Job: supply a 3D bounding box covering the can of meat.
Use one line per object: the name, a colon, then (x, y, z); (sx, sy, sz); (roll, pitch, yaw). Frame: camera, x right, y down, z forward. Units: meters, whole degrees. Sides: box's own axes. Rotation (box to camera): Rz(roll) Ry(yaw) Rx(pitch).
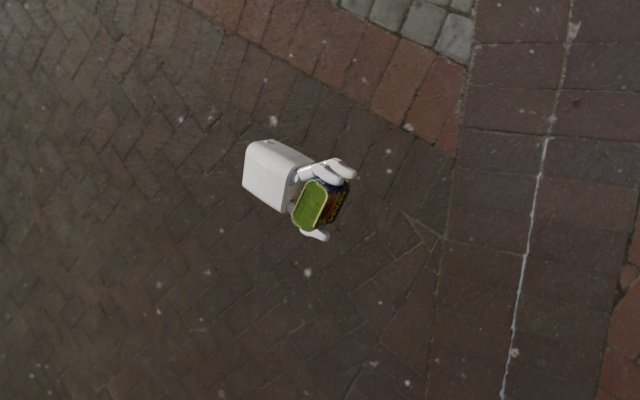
can of meat: (0.000, 0.003, 0.875); (0.057, 0.102, 0.084); (34, 26, 19)
